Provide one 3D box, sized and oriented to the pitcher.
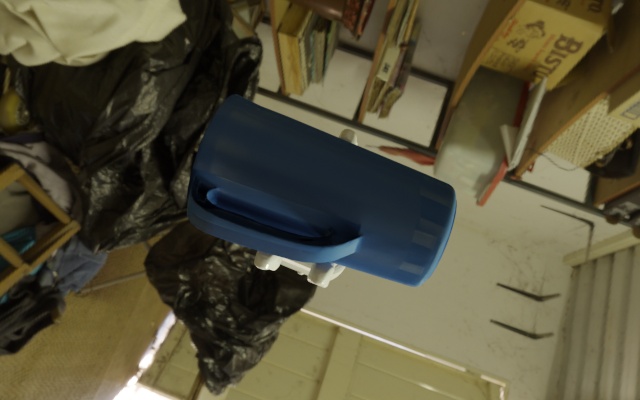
[{"bbox_3d":[0.000,0.002,0.467,0.243,0.149,0.145,20,-15,3],"label":"pitcher"}]
